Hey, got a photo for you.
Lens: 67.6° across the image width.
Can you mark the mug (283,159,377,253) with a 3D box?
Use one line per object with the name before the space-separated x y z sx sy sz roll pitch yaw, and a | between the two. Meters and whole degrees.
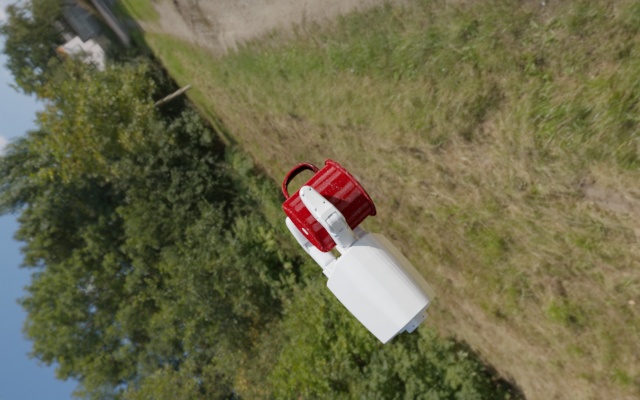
mug | -0.001 0.001 0.592 0.081 0.117 0.093 -42 -18 -10
